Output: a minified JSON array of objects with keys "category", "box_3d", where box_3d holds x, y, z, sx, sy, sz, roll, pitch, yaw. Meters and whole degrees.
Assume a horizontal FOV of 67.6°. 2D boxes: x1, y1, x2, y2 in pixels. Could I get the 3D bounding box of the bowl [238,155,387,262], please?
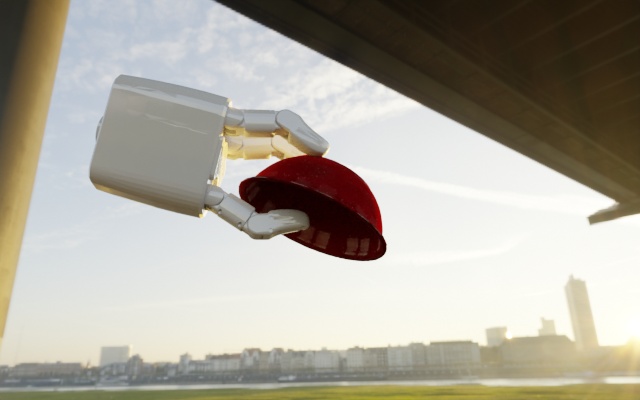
[{"category":"bowl","box_3d":[0.001,0.002,0.490,0.162,0.055,0.162,21,-23,9]}]
